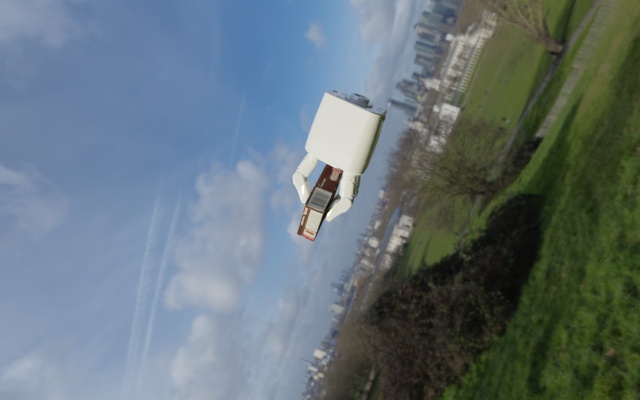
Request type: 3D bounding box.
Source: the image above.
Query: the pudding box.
[{"bbox_3d":[0.000,0.003,0.857,0.039,0.113,0.090,24,-40,6],"label":"pudding box"}]
